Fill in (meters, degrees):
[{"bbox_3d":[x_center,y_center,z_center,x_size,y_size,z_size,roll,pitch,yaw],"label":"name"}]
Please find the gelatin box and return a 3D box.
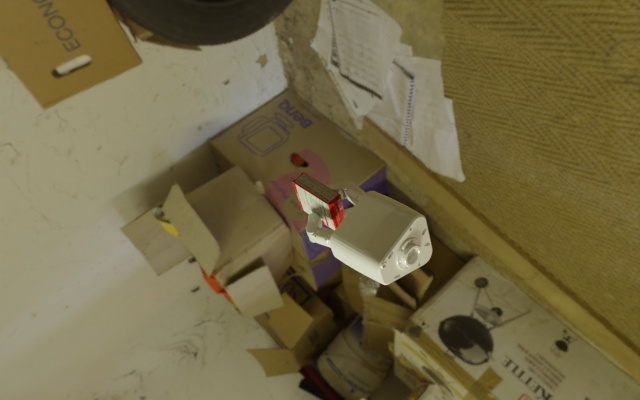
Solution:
[{"bbox_3d":[0.000,0.003,0.794,0.089,0.073,0.030,31,63,34],"label":"gelatin box"}]
